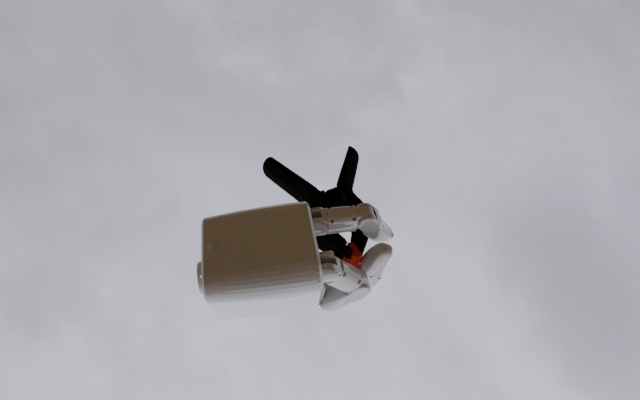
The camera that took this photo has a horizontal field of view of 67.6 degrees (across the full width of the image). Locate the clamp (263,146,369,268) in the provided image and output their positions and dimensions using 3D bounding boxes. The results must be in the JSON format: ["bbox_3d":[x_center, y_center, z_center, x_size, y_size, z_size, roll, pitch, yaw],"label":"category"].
[{"bbox_3d":[0.000,0.002,0.542,0.120,0.171,0.039,-7,-42,-7],"label":"clamp"}]
